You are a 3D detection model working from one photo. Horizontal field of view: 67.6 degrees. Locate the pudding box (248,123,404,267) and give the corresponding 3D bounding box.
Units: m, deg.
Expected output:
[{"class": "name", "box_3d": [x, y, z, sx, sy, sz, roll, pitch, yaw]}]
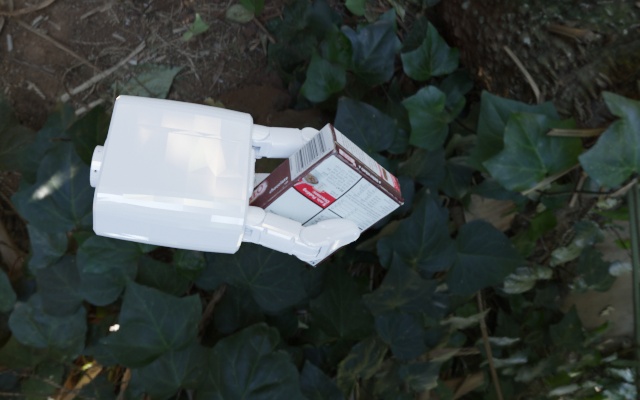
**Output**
[{"class": "pudding box", "box_3d": [0.000, 0.001, 0.413, 0.113, 0.039, 0.090, -37, -52, 27]}]
